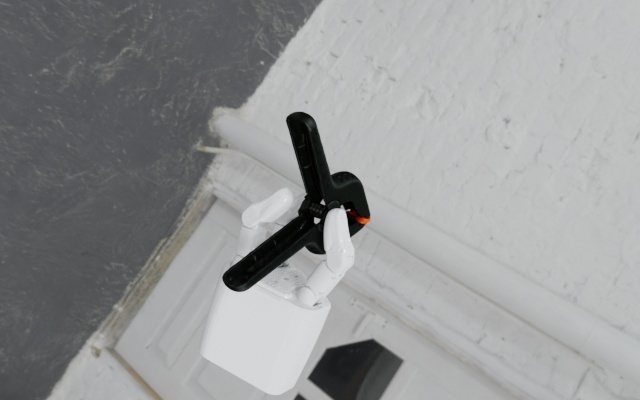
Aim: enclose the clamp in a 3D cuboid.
[{"bbox_3d":[0.001,0.002,0.478,0.036,0.164,0.210,28,15,28],"label":"clamp"}]
